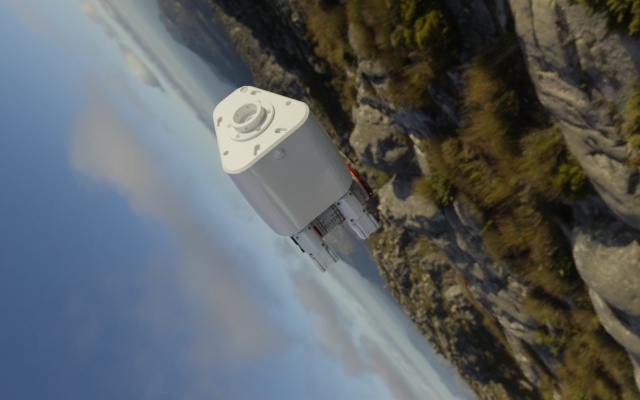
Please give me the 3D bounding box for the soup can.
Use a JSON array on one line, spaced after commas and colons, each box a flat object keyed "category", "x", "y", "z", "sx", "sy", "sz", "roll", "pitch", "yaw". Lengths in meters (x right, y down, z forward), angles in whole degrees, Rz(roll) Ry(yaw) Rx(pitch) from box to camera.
[{"category": "soup can", "x": 0.000, "y": 0.002, "z": 0.535, "sx": 0.102, "sy": 0.068, "sz": 0.068, "roll": -39, "pitch": 3, "yaw": -4}]
